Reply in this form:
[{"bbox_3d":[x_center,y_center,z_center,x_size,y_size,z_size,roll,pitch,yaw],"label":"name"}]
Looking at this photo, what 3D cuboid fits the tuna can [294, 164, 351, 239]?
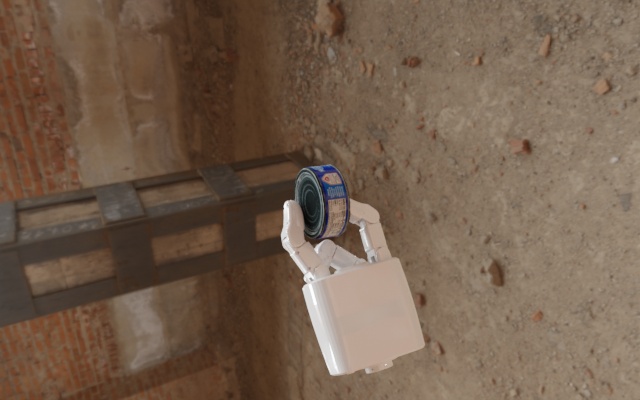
[{"bbox_3d":[0.000,0.002,0.559,0.034,0.086,0.086,-7,3,-25],"label":"tuna can"}]
